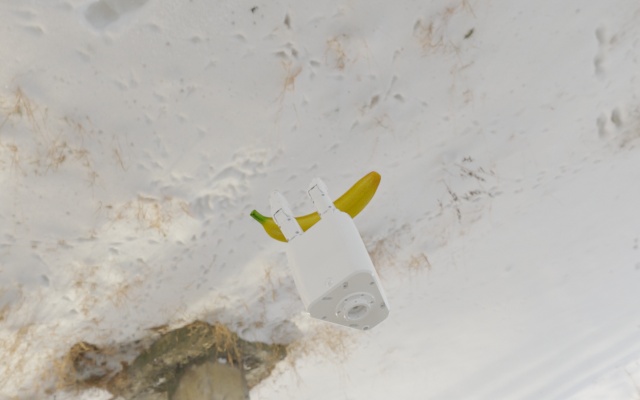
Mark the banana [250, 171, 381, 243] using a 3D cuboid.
[{"bbox_3d":[0.002,0.019,0.697,0.198,0.070,0.037,-19,31,-2],"label":"banana"}]
